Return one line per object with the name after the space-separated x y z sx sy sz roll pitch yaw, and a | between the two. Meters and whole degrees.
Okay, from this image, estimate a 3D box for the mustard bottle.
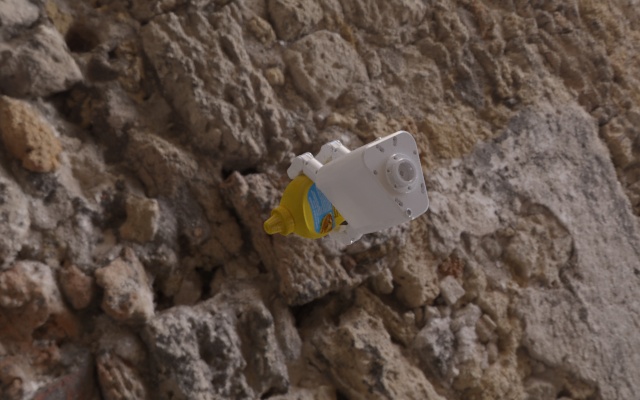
0.000 0.002 0.702 0.191 0.096 0.058 -27 27 -32 | mustard bottle
